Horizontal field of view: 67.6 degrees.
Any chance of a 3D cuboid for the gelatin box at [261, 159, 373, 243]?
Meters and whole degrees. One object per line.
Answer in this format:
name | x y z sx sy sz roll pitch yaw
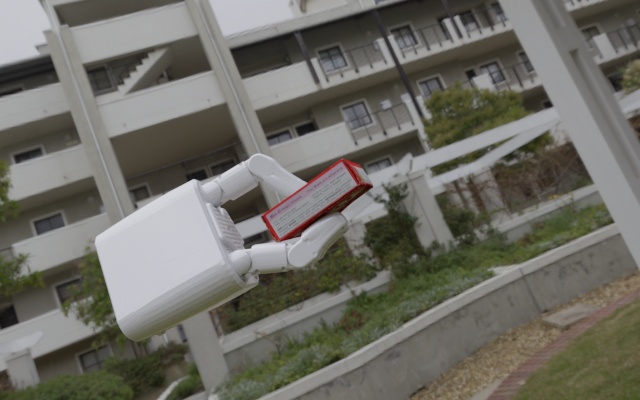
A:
gelatin box | 0.000 0.001 0.426 0.089 0.030 0.073 -36 -9 12
